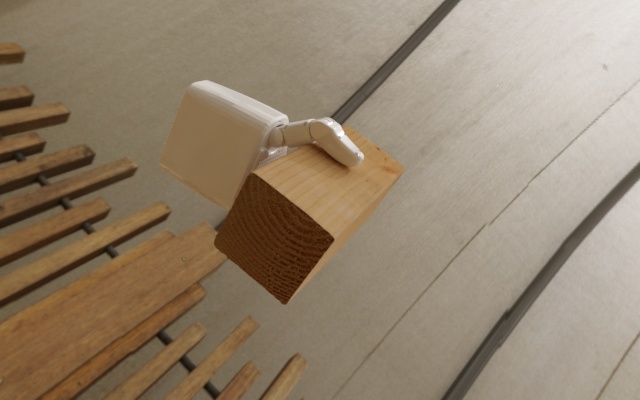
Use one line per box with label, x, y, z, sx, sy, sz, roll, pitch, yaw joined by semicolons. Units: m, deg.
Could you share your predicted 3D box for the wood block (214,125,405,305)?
wood block;0.000;0.001;0.486;0.090;0.091;0.206;38;31;8
